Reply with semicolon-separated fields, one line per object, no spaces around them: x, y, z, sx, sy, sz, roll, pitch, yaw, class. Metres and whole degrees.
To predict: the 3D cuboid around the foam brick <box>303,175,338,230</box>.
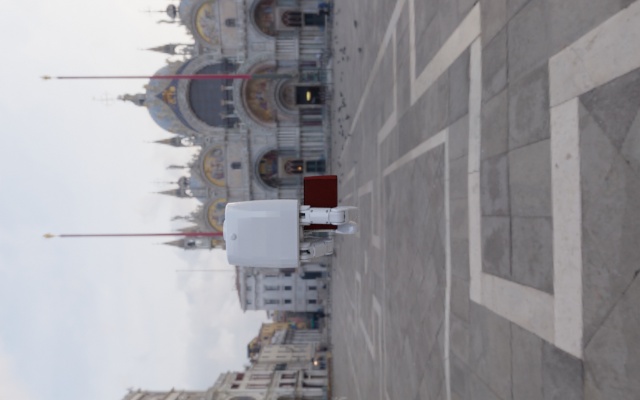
0.000;0.002;0.721;0.051;0.078;0.053;0;8;1;foam brick
